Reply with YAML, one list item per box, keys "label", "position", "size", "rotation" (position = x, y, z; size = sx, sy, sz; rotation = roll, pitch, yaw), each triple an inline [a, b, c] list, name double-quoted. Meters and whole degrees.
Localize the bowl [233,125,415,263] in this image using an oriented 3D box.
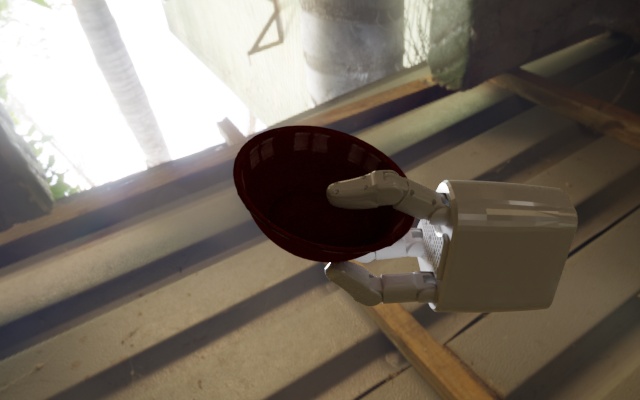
- label: "bowl"
  position: [-0.001, 0.001, 0.426]
  size: [0.162, 0.055, 0.162]
  rotation: [11, 42, -9]
